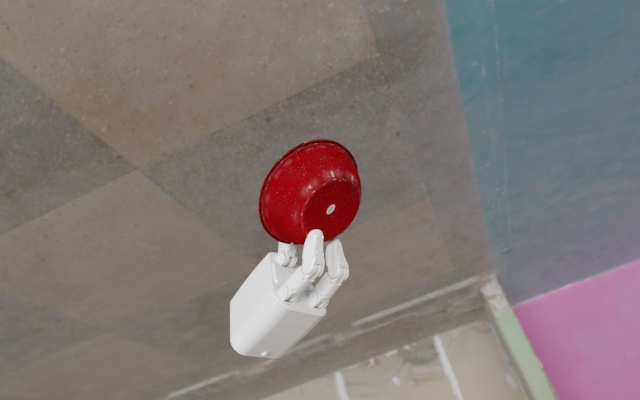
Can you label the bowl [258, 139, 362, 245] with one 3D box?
[{"bbox_3d":[0.001,0.001,0.642,0.162,0.162,0.055,0,26,-36],"label":"bowl"}]
